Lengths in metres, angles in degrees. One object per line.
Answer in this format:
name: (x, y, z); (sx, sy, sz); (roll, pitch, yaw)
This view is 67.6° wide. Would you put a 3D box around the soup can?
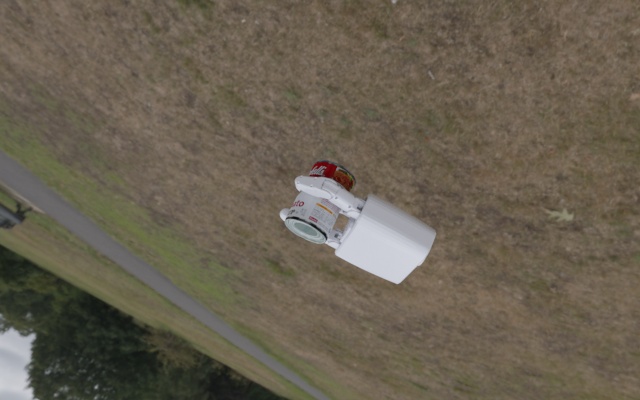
soup can: (0.000, 0.002, 0.685); (0.068, 0.102, 0.068); (23, -23, 10)
